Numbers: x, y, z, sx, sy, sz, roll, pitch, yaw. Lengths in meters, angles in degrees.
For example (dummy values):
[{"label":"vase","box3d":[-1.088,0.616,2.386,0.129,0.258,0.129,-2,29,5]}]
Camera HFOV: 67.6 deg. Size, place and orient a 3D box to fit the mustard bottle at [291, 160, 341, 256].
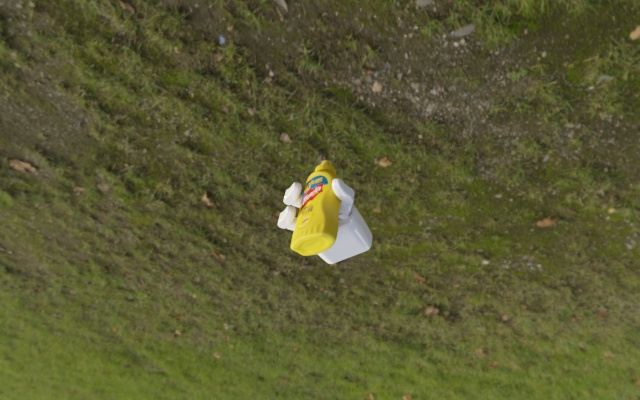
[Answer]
[{"label":"mustard bottle","box3d":[0.000,0.003,0.888,0.058,0.191,0.096,31,-40,-26]}]
